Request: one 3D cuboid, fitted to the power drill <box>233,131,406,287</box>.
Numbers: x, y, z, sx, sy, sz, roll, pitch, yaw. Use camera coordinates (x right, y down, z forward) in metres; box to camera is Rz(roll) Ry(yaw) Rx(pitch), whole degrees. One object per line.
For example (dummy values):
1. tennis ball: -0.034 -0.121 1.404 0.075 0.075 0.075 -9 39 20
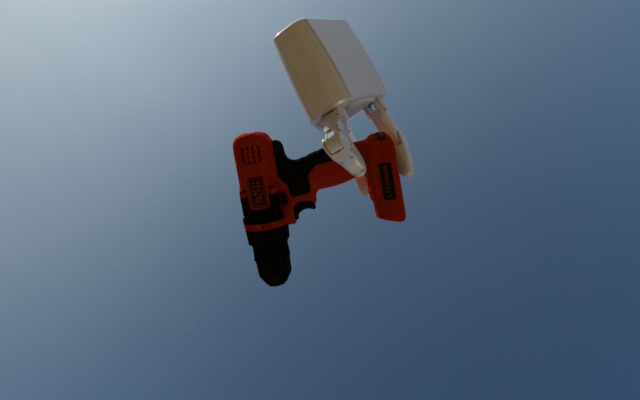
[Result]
1. power drill: 0.000 0.001 0.555 0.187 0.184 0.057 -9 11 2
